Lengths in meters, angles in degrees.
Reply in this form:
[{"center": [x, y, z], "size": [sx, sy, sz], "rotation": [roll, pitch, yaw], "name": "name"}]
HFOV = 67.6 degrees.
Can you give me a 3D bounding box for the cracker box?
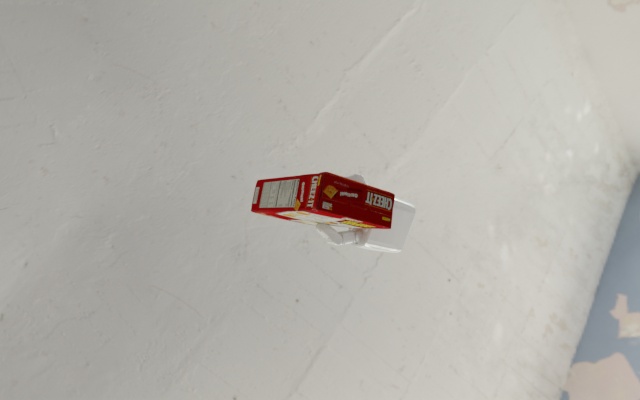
[{"center": [0.000, 0.003, 0.859], "size": [0.164, 0.072, 0.213], "rotation": [14, -10, -35], "name": "cracker box"}]
